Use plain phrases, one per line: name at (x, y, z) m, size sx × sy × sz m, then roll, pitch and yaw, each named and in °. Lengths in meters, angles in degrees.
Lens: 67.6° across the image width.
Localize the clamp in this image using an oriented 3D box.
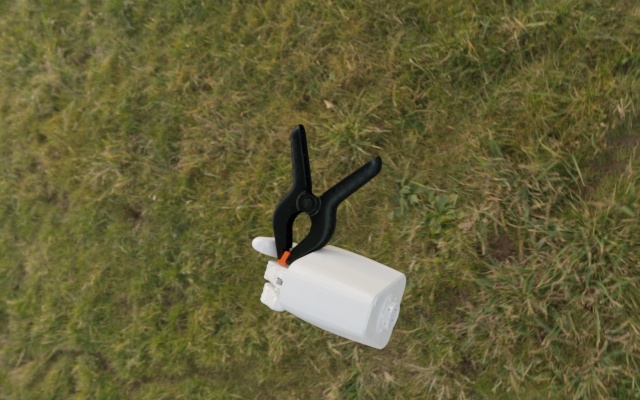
clamp at (0.000, 0.002, 0.572) m, size 0.120 × 0.171 × 0.039 m, roll 16°, pitch 4°, yaw 25°
